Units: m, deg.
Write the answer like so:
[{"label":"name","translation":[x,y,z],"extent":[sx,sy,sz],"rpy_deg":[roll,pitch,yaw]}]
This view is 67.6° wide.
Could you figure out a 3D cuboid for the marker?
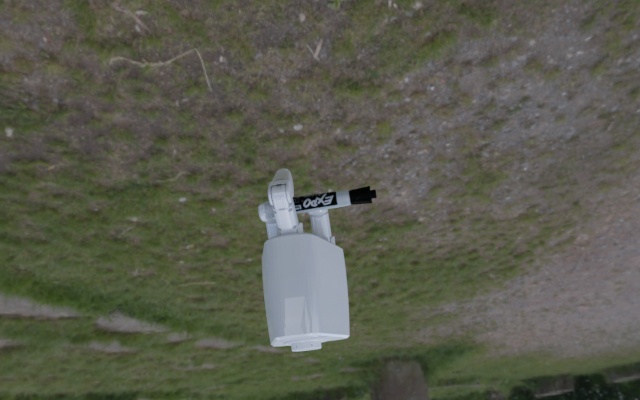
[{"label":"marker","translation":[0.000,0.002,0.516],"extent":[0.121,0.020,0.020],"rpy_deg":[-8,-1,7]}]
